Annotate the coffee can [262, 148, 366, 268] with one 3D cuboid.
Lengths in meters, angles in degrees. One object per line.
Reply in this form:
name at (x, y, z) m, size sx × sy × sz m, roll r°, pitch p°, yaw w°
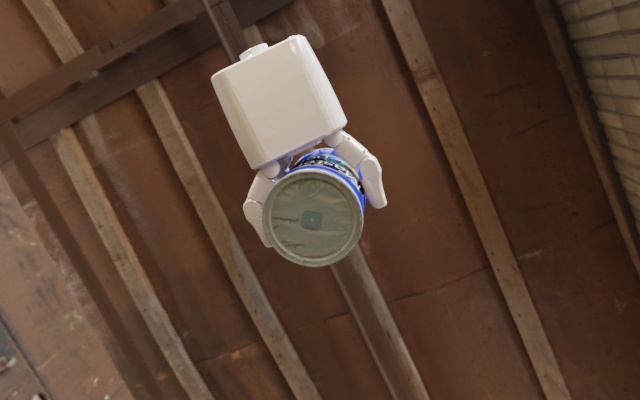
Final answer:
coffee can at (0.000, 0.002, 0.543) m, size 0.103 × 0.103 × 0.140 m, roll 0°, pitch 15°, yaw 8°
